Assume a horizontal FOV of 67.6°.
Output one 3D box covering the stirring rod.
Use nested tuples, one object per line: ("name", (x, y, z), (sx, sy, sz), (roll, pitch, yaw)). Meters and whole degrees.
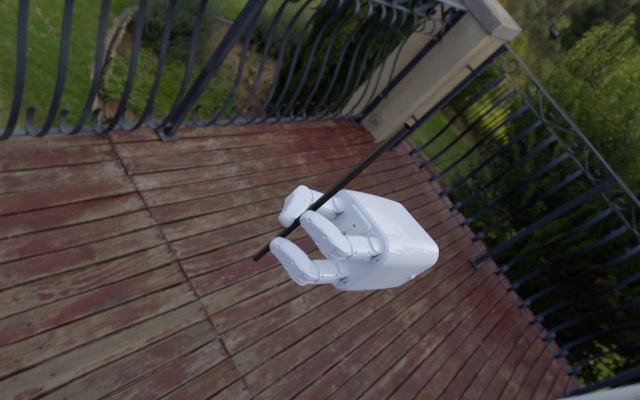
("stirring rod", (0.000, 0.002, 0.477), (0.011, 0.011, 0.240), (0, -33, -47))
